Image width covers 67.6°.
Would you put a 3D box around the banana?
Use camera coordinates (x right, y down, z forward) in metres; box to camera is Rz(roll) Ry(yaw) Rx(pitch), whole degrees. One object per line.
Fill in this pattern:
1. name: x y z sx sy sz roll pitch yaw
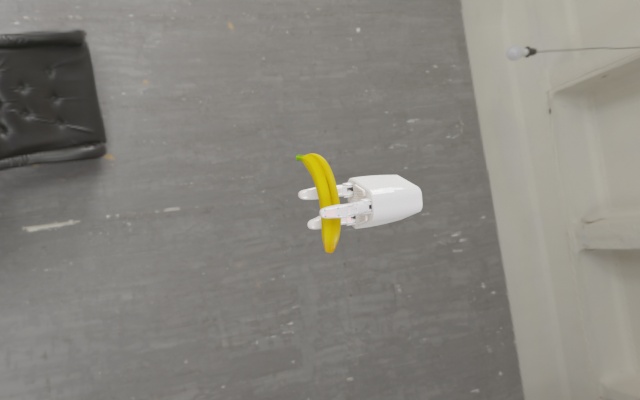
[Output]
1. banana: 0.006 -0.007 0.859 0.037 0.197 0.070 -8 -18 -27
